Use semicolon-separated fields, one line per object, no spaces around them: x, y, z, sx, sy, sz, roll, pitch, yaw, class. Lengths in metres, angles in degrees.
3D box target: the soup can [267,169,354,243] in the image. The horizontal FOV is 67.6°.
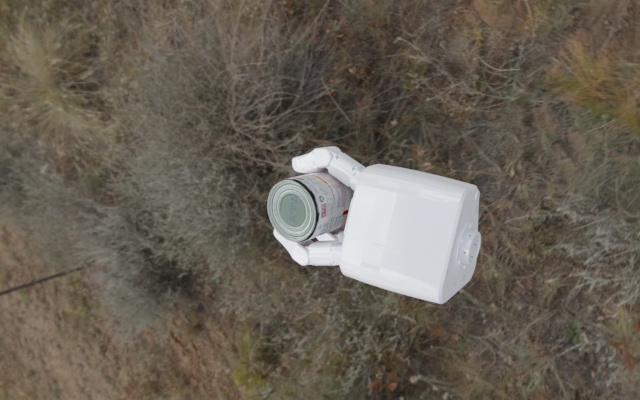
0.000;0.002;0.523;0.068;0.068;0.102;0;11;37;soup can
